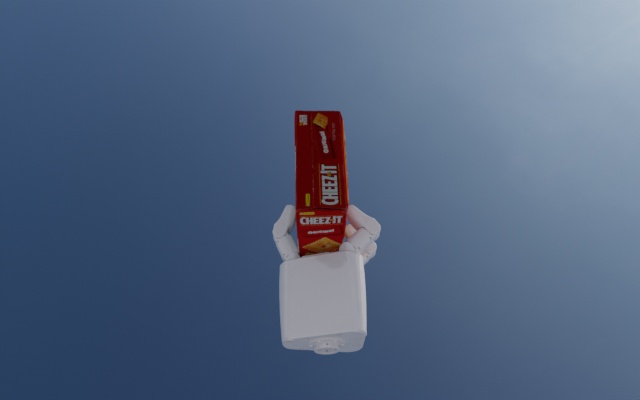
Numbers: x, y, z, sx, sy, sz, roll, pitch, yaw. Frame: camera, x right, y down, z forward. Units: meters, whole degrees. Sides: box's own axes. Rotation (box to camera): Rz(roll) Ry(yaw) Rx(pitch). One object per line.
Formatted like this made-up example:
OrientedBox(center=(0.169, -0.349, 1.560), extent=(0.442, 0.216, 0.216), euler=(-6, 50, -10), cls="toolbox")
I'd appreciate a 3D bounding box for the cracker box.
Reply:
OrientedBox(center=(0.000, 0.002, 0.690), extent=(0.072, 0.164, 0.214), euler=(-2, -33, -2), cls="cracker box")
